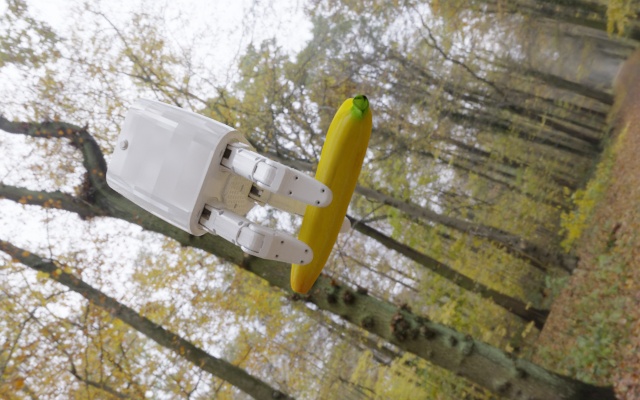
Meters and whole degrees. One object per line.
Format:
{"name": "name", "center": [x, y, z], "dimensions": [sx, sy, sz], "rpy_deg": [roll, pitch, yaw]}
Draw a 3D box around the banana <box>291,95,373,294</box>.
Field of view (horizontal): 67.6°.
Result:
{"name": "banana", "center": [0.008, -0.009, 0.419], "dimensions": [0.037, 0.198, 0.069], "rpy_deg": [23, 31, 13]}
